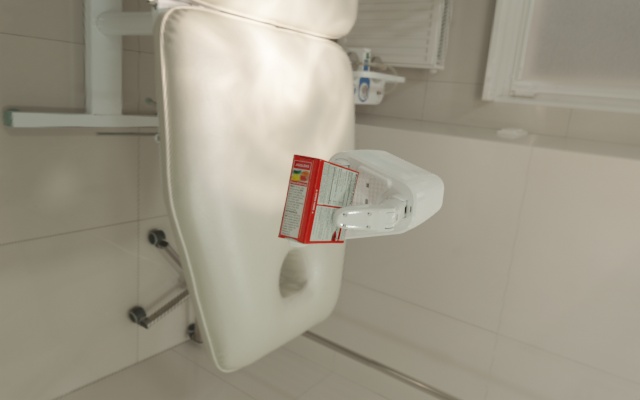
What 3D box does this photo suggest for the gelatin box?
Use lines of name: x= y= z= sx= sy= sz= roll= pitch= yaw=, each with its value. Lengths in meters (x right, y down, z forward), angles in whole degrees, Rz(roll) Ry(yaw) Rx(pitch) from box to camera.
gelatin box: x=0.000 y=0.002 z=0.438 sx=0.030 sy=0.073 sz=0.089 roll=12 pitch=1 yaw=26
